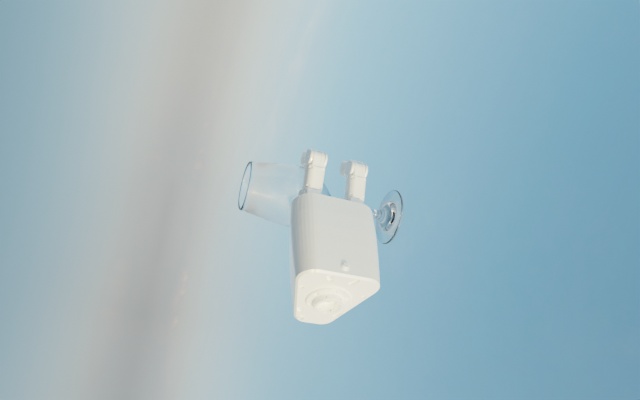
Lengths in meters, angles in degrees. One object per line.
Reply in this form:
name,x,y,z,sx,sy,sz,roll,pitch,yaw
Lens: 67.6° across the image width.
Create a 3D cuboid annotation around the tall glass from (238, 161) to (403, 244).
tall glass,0.001,0.002,0.612,0.201,0.079,0.079,13,-4,-17
